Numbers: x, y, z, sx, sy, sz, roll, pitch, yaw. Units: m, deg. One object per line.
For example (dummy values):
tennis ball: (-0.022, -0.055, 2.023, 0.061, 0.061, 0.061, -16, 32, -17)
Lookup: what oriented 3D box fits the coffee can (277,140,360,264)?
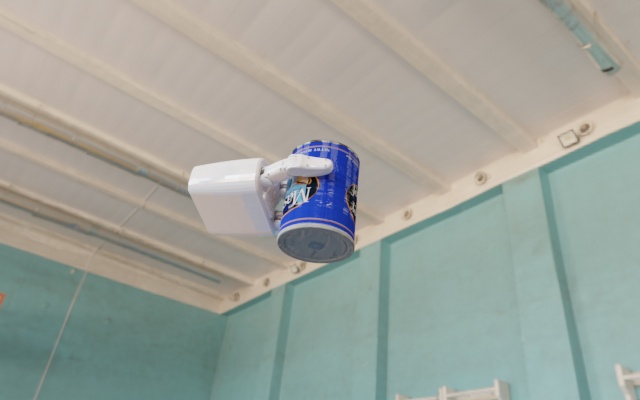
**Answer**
coffee can: (0.000, 0.002, 0.661, 0.103, 0.140, 0.103, 5, -32, 3)
